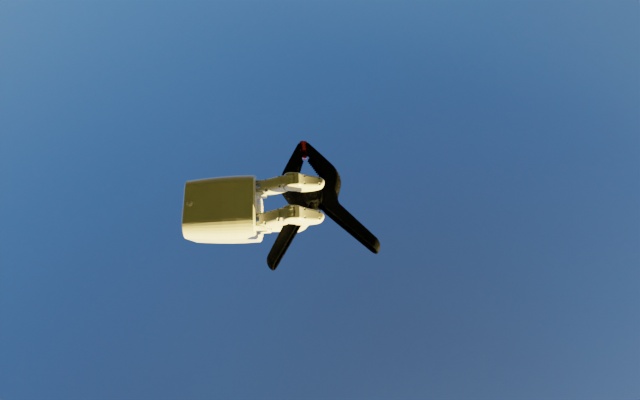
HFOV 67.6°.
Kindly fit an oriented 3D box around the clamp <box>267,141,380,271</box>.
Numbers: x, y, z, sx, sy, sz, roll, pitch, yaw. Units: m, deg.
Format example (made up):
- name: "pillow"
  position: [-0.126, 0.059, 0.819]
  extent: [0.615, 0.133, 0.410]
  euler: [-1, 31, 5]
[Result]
- name: "clamp"
  position: [0.000, 0.002, 0.727]
  extent: [0.164, 0.209, 0.036]
  euler: [-2, -27, -4]
